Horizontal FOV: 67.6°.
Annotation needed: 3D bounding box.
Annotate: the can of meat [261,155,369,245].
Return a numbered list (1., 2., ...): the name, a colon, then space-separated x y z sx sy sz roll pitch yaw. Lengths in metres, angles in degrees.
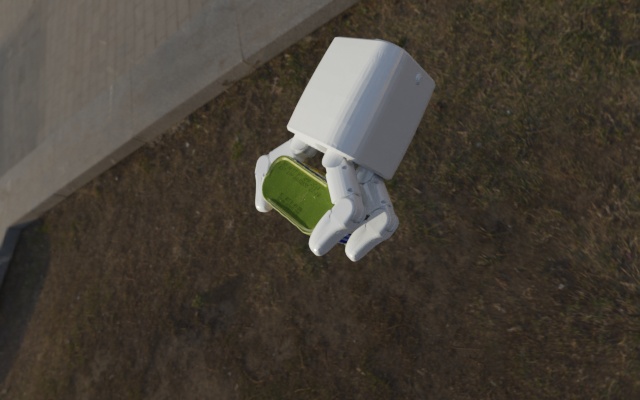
1. can of meat: 0.000 0.002 0.487 0.102 0.057 0.084 36 9 37
